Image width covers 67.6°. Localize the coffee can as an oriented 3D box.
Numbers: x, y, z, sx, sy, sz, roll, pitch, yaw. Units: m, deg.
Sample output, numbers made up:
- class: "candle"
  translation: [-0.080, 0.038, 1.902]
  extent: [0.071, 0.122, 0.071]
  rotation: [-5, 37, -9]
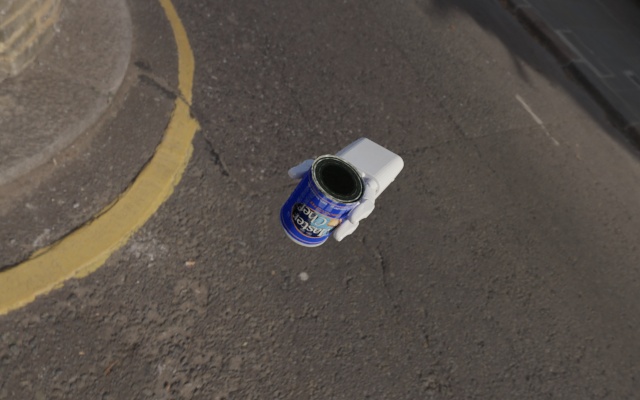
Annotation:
- class: "coffee can"
  translation: [0.000, 0.003, 0.839]
  extent: [0.103, 0.102, 0.140]
  rotation: [0, -34, -32]
